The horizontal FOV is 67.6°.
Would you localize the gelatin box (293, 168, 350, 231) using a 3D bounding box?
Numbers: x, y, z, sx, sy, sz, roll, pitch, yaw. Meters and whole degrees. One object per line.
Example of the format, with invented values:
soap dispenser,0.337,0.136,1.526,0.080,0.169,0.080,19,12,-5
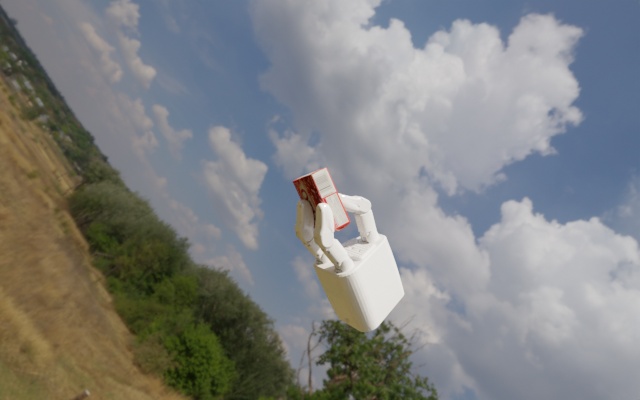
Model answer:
gelatin box,0.000,0.002,0.696,0.030,0.089,0.073,-26,5,-24
